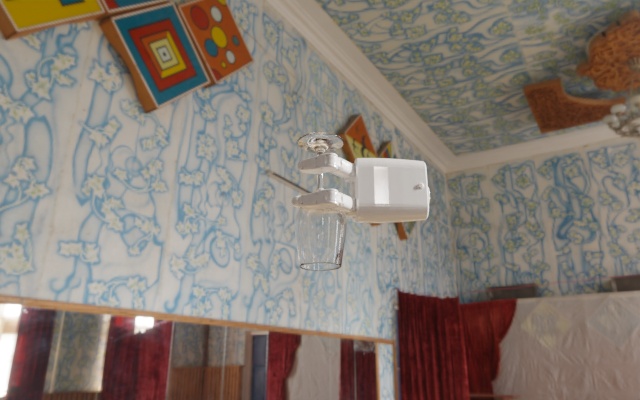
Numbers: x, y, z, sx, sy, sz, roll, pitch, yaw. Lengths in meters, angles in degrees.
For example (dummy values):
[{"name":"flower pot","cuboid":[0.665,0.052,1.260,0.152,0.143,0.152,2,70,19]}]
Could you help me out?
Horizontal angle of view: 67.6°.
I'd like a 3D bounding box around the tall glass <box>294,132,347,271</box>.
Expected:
[{"name":"tall glass","cuboid":[0.000,0.002,0.725,0.079,0.201,0.079,0,-18,0]}]
